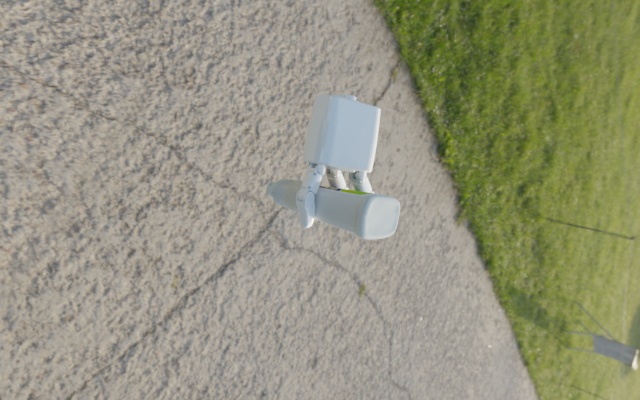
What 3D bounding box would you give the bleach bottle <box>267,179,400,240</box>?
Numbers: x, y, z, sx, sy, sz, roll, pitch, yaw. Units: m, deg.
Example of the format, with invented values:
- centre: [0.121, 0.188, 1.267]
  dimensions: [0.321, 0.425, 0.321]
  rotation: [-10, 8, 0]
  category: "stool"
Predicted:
- centre: [0.000, 0.003, 0.789]
  dimensions: [0.251, 0.068, 0.102]
  rotation: [14, 7, 39]
  category: "bleach bottle"
